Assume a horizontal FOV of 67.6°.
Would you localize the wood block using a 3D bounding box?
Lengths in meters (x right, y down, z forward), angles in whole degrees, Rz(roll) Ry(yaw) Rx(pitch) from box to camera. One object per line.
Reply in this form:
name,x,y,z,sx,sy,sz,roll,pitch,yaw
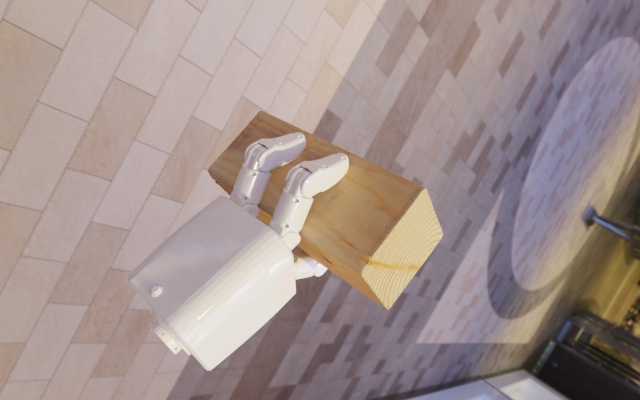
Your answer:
wood block,0.000,0.002,0.461,0.206,0.090,0.091,31,-14,35
